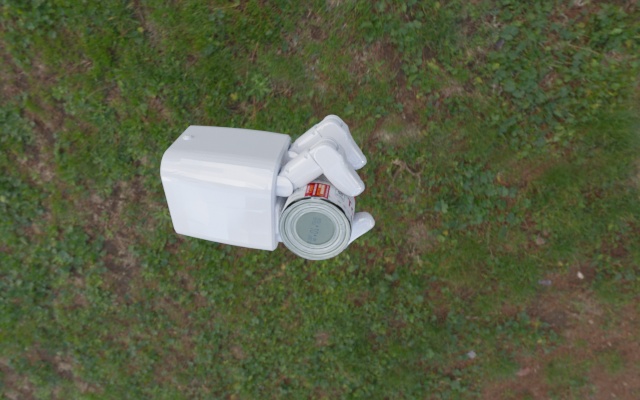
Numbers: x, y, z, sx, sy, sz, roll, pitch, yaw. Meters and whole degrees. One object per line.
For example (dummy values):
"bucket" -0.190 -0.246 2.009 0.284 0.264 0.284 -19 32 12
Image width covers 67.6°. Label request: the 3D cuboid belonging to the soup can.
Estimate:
"soup can" 0.001 0.002 0.465 0.068 0.068 0.102 0 30 7
